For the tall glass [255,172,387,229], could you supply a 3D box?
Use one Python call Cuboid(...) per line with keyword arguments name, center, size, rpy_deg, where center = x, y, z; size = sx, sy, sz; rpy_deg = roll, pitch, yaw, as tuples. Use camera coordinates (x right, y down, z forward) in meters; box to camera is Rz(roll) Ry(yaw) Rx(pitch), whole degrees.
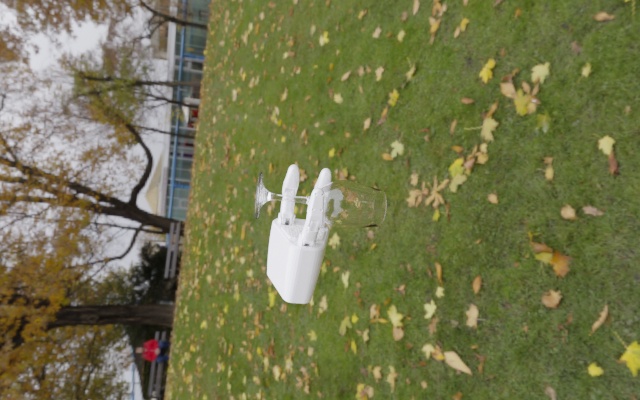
Cuboid(name="tall glass", center=(-0.001, 0.002, 0.758), size=(0.201, 0.079, 0.079), rpy_deg=(6, -1, -12))
